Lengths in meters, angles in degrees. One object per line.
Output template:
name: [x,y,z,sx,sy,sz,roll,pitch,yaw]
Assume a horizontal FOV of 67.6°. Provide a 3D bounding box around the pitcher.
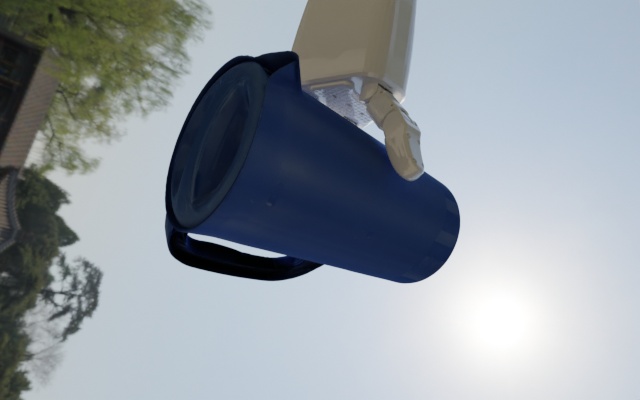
pitcher: [0.000,0.001,0.406,0.243,0.145,0.149,23,-22,-36]
